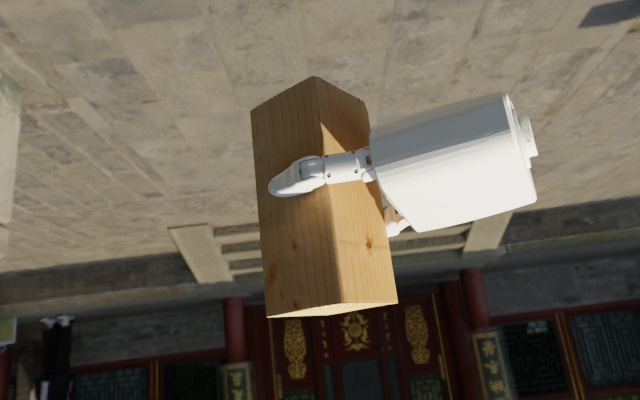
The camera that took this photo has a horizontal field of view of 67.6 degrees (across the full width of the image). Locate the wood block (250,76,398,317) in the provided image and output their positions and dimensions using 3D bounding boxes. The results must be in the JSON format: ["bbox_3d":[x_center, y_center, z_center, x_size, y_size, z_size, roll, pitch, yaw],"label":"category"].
[{"bbox_3d":[0.000,0.001,0.462,0.090,0.206,0.091,-19,-21,36],"label":"wood block"}]
